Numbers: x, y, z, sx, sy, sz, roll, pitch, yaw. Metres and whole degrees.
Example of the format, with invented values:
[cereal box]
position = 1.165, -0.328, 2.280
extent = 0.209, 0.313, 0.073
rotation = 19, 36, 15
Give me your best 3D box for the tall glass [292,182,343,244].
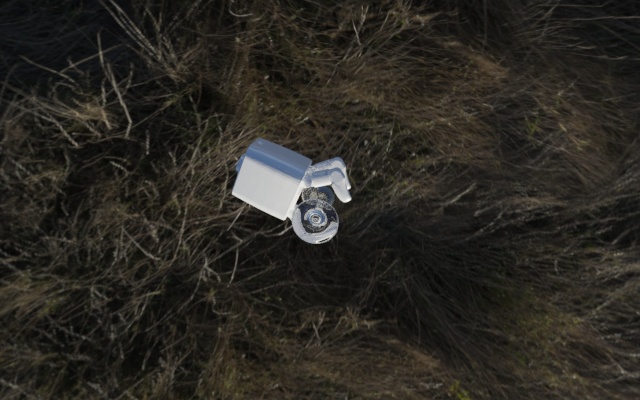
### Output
[tall glass]
position = 0.000, 0.003, 0.836
extent = 0.079, 0.079, 0.201
rotation = 0, 18, 6
